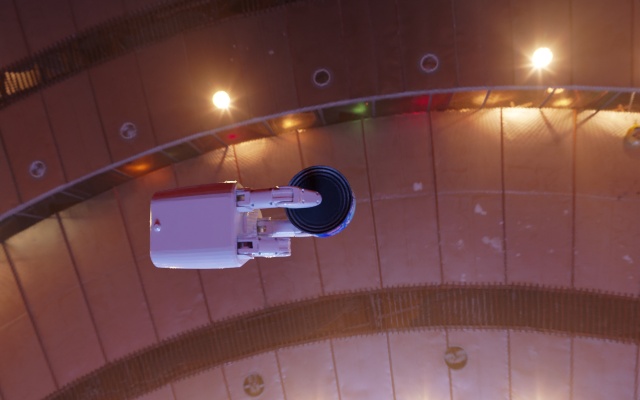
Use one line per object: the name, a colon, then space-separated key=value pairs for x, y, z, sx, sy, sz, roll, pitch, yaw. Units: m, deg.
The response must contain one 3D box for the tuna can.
tuna can: x=0.000 y=0.002 z=0.591 sx=0.086 sy=0.086 sz=0.034 roll=0 pitch=-11 yaw=14
